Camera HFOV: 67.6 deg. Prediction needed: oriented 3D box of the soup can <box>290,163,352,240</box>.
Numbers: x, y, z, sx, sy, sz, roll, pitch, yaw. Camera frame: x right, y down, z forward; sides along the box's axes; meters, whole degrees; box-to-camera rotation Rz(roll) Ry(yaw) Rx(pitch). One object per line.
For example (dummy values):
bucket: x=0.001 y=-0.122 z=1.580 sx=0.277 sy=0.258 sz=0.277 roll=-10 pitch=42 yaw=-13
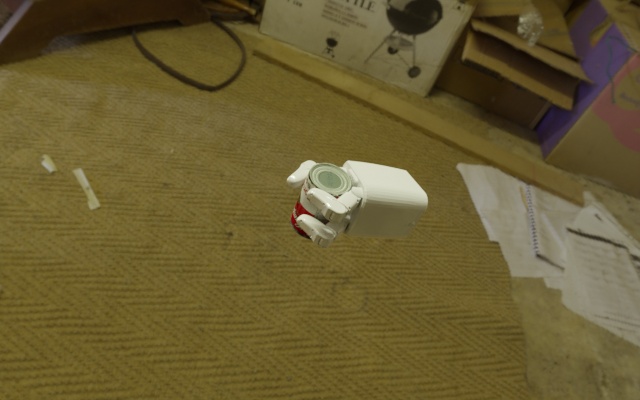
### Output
soup can: x=0.000 y=0.002 z=0.720 sx=0.068 sy=0.068 sz=0.102 roll=0 pitch=-43 yaw=-24
